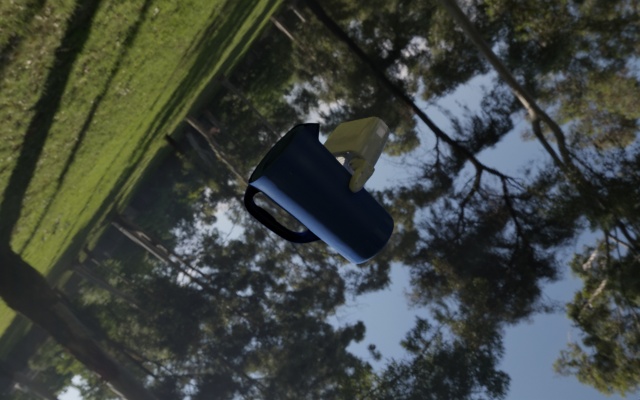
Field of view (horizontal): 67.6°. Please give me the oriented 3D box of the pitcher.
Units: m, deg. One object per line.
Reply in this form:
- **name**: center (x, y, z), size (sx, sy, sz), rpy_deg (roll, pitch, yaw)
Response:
- **pitcher**: center (0.000, 0.002, 0.809), size (0.243, 0.145, 0.149), rpy_deg (42, -36, -16)
